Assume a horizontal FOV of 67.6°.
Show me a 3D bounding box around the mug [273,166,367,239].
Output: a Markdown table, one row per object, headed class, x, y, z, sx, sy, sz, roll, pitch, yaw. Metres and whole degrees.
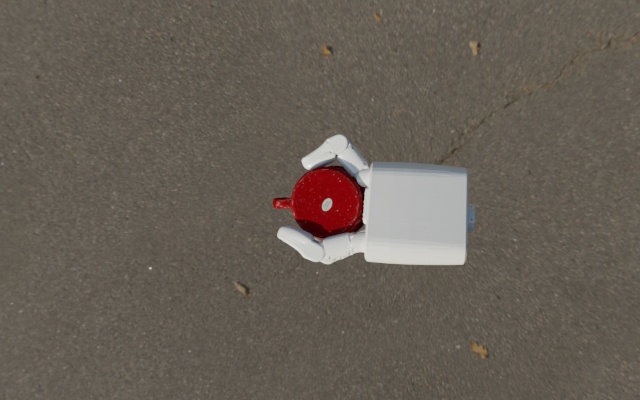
| class | x | y | z | sx | sy | sz | roll | pitch | yaw |
| --- | --- | --- | --- | --- | --- | --- | --- | --- | --- |
| mug | -0.001 | 0.002 | 0.573 | 0.117 | 0.093 | 0.081 | 2 | 1 | 10 |
